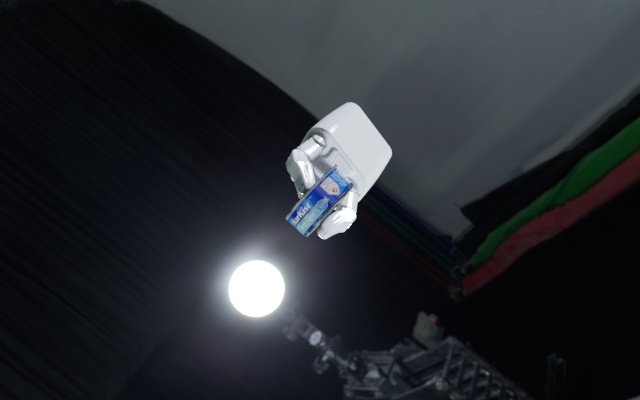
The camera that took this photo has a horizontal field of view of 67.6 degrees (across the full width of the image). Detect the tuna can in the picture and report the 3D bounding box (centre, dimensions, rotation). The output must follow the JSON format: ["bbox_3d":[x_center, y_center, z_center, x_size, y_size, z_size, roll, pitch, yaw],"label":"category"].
[{"bbox_3d":[0.000,0.002,0.562,0.034,0.086,0.086,43,3,3],"label":"tuna can"}]
